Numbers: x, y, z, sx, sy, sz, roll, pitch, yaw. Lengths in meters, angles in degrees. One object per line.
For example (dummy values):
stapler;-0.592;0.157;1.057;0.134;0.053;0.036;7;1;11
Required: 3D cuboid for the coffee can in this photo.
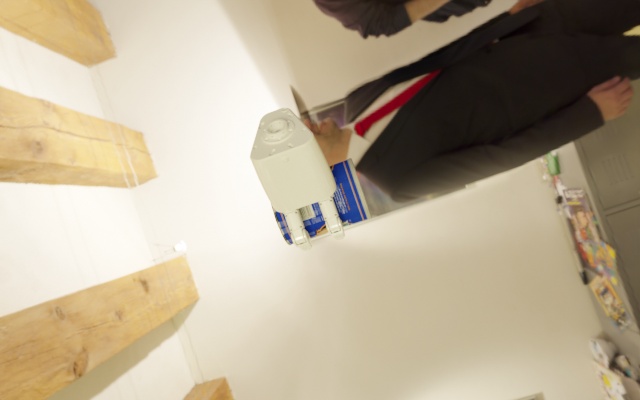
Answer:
coffee can;0.000;0.003;0.771;0.140;0.103;0.103;-19;-2;5
